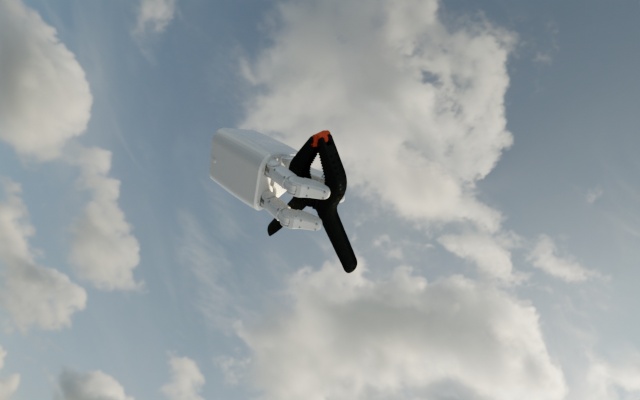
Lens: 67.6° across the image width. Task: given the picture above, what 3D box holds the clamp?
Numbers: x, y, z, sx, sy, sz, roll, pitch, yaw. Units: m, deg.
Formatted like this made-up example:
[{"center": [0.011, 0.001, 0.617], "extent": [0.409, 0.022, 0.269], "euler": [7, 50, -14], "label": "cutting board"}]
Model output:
[{"center": [0.000, 0.001, 0.702], "extent": [0.164, 0.210, 0.036], "euler": [28, 35, 22], "label": "clamp"}]
